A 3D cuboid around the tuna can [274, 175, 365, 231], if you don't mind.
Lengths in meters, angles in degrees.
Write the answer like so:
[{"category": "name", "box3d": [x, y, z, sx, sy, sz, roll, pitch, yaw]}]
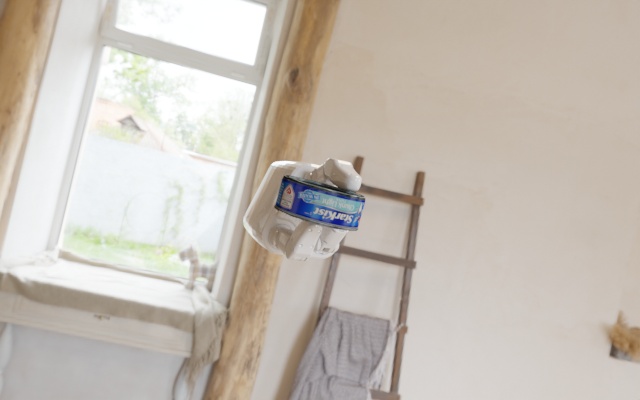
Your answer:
[{"category": "tuna can", "box3d": [0.000, 0.001, 0.468, 0.086, 0.034, 0.086, 15, 5, -1]}]
